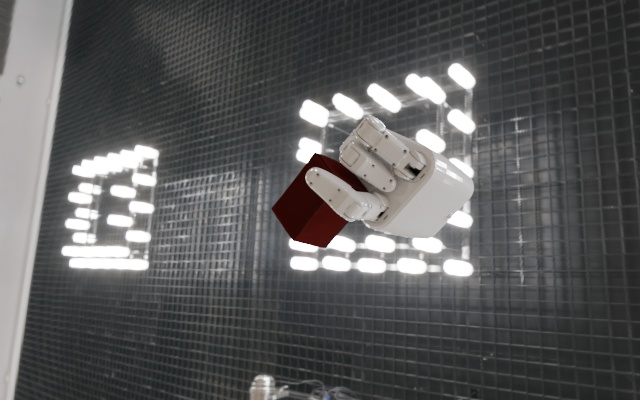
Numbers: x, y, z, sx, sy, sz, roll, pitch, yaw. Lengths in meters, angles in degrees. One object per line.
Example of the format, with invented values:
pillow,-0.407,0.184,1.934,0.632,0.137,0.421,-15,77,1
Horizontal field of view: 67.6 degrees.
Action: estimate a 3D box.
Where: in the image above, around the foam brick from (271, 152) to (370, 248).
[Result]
foam brick,0.000,0.002,0.482,0.051,0.078,0.053,18,28,-47
